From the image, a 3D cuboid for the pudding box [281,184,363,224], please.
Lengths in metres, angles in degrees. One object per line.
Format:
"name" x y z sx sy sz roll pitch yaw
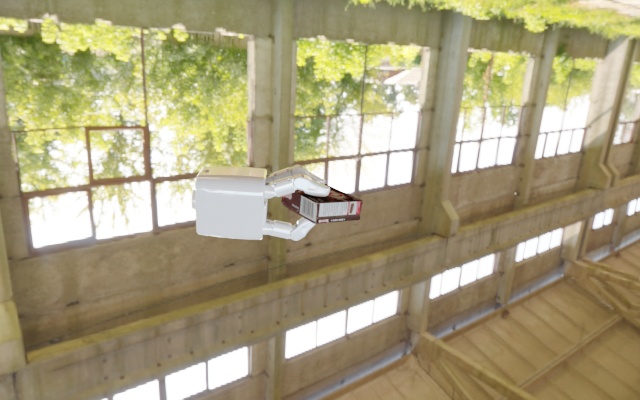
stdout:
"pudding box" 0.000 0.003 0.786 0.090 0.039 0.113 -4 20 -33
